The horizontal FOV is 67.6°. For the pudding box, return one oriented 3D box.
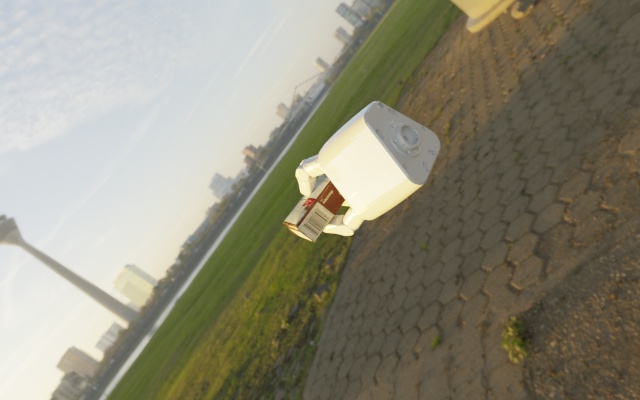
[{"bbox_3d":[0.000,0.002,0.694,0.039,0.113,0.090,41,-9,-12],"label":"pudding box"}]
